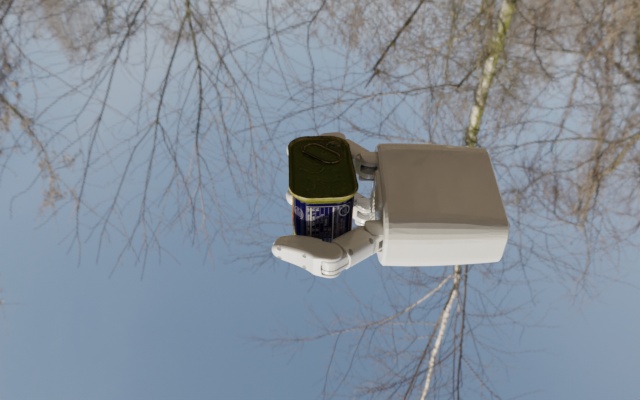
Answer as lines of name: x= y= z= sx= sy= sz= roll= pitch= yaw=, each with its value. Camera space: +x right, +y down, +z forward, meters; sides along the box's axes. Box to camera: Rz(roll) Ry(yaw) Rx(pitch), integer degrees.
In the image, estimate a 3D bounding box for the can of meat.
can of meat: x=0.000 y=0.002 z=0.439 sx=0.057 sy=0.084 sz=0.102 roll=-2 pitch=37 yaw=-4
